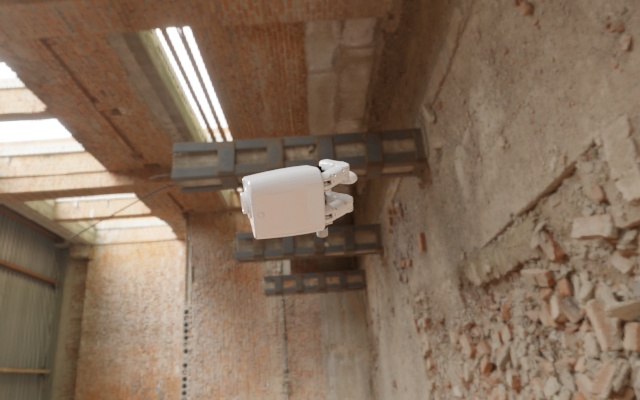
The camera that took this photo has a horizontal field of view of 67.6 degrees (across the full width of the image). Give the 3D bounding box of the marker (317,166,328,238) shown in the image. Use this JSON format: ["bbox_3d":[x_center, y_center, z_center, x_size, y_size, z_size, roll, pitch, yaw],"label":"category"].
[{"bbox_3d":[0.000,0.002,0.769,0.020,0.121,0.020,-3,24,1],"label":"marker"}]
